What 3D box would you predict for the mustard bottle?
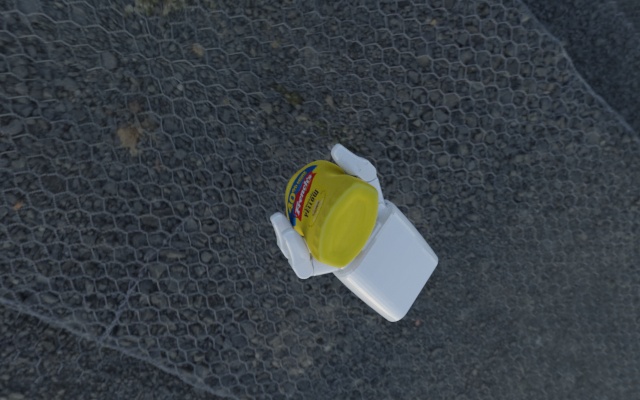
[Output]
[{"bbox_3d":[0.000,0.002,0.576,0.058,0.096,0.191,19,9,-23],"label":"mustard bottle"}]
